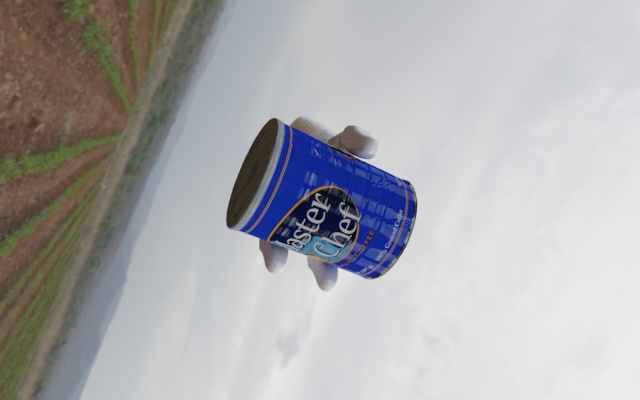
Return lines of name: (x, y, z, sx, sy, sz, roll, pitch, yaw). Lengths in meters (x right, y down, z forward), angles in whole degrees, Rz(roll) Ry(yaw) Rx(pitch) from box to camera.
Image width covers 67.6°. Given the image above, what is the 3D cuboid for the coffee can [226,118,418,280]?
coffee can: (0.000, 0.001, 0.431, 0.140, 0.103, 0.103, 23, -8, -20)
